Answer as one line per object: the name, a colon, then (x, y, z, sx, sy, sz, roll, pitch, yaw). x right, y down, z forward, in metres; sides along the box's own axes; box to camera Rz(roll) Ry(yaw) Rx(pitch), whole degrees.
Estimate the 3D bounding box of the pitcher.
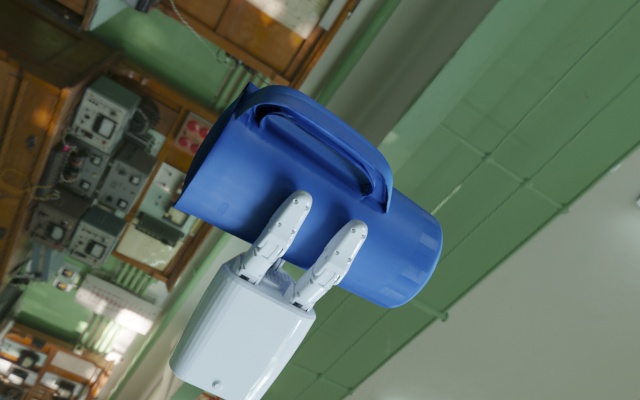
pitcher: (0.000, 0.002, 0.455, 0.243, 0.145, 0.149, 31, 6, -16)
